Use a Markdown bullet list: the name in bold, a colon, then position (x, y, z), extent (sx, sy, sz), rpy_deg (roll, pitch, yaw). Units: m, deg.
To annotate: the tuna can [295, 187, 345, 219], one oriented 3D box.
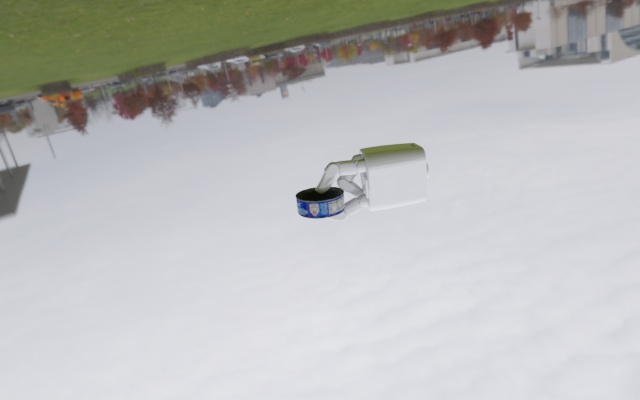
- **tuna can**: position (0.000, 0.003, 0.843), extent (0.086, 0.034, 0.086), rpy_deg (-5, 17, 2)
